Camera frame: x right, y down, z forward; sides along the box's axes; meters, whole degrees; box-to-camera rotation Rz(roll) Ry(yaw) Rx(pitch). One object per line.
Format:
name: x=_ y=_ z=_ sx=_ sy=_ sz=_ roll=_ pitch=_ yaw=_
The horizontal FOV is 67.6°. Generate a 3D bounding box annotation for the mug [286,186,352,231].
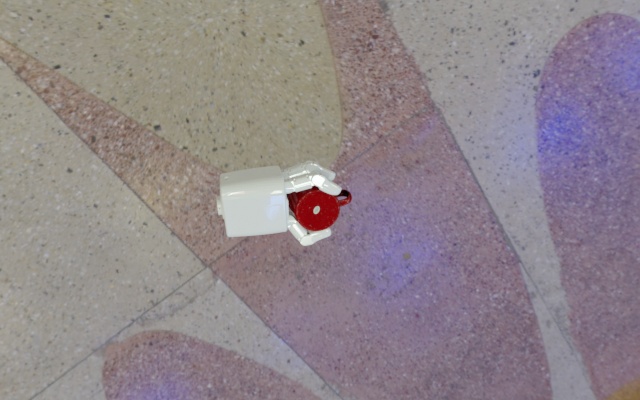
mug: x=0.002 y=0.003 z=0.870 sx=0.117 sy=0.093 sz=0.081 roll=-8 pitch=22 yaw=-8
